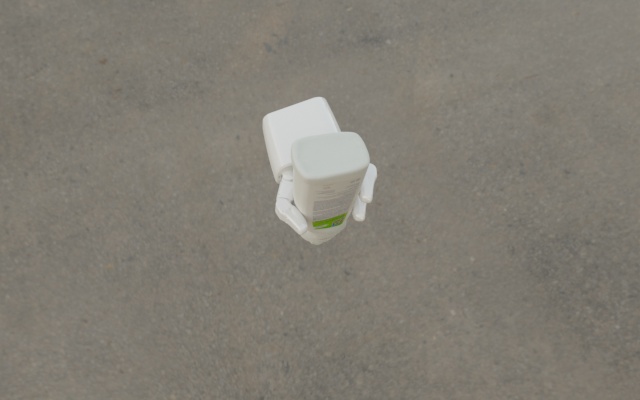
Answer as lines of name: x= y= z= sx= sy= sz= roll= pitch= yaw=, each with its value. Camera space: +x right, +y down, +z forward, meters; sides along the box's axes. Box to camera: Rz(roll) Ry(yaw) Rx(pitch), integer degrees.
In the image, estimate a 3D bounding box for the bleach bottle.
bleach bottle: x=0.000 y=0.002 z=0.705 sx=0.102 sy=0.068 sz=0.251 roll=-11 pitch=-28 yaw=-14
